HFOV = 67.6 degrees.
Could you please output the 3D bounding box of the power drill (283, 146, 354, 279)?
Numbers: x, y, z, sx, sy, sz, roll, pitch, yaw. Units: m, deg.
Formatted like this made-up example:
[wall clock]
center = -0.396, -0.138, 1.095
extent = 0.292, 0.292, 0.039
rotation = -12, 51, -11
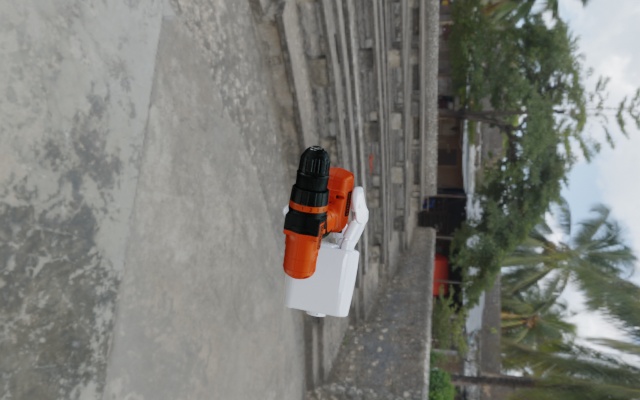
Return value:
[power drill]
center = 0.000, 0.002, 0.701
extent = 0.057, 0.184, 0.187
rotation = 15, 17, 14
